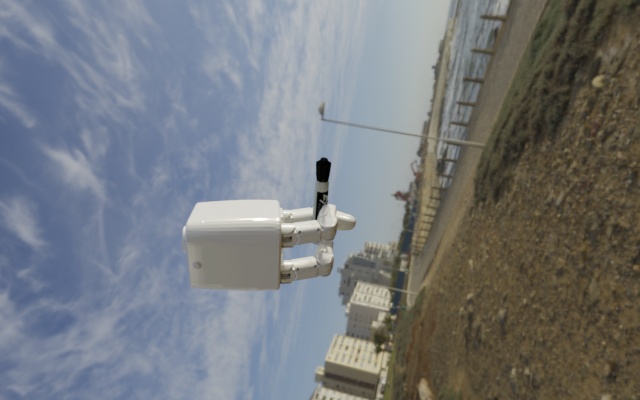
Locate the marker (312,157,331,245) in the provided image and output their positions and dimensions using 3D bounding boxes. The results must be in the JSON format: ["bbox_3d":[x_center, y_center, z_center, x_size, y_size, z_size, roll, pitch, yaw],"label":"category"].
[{"bbox_3d":[0.000,0.002,0.603,0.020,0.121,0.020,3,31,-2],"label":"marker"}]
